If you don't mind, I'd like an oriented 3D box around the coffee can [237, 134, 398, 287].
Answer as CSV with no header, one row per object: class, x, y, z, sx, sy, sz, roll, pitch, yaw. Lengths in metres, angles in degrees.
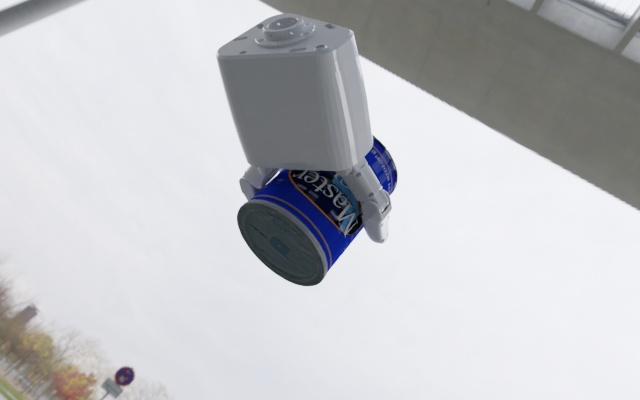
coffee can,0.000,0.002,0.484,0.103,0.103,0.140,0,37,45
